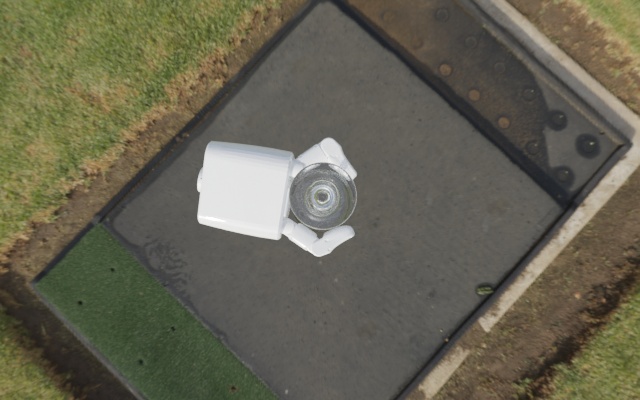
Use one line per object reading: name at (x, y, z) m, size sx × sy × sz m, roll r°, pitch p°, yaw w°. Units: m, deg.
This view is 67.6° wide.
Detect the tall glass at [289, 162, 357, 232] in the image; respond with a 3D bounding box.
tall glass at (0.000, 0.002, 0.618) m, size 0.079 × 0.079 × 0.201 m, roll 0°, pitch -4°, yaw -1°
